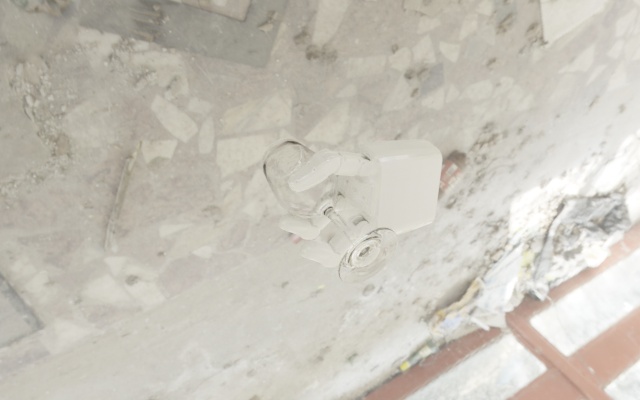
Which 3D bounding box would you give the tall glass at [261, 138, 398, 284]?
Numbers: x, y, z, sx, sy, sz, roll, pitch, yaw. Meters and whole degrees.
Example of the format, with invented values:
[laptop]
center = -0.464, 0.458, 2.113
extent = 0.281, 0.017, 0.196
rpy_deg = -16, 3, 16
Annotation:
[tall glass]
center = 0.000, 0.002, 0.556
extent = 0.079, 0.079, 0.201
rpy_deg = 0, 34, -38
